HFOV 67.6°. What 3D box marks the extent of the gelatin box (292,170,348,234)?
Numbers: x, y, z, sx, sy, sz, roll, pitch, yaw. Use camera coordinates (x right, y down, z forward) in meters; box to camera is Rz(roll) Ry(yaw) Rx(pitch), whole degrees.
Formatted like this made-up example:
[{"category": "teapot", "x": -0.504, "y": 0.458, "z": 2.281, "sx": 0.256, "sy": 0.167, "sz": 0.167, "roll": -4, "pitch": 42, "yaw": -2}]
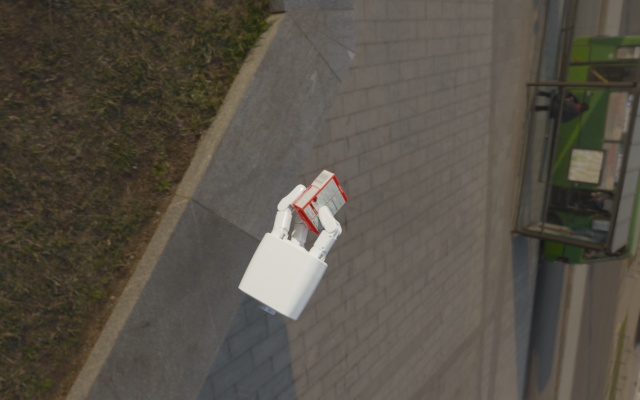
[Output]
[{"category": "gelatin box", "x": 0.001, "y": 0.003, "z": 0.836, "sx": 0.030, "sy": 0.089, "sz": 0.073, "roll": 28, "pitch": -21, "yaw": 41}]
